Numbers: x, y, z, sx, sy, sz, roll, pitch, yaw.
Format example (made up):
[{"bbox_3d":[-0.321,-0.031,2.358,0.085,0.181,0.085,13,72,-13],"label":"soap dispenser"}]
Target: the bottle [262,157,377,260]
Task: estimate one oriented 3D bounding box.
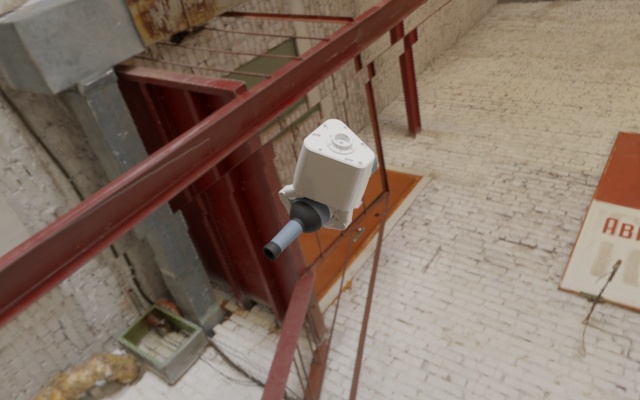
[{"bbox_3d":[0.000,0.003,0.851,0.069,0.069,0.295,0,34,43],"label":"bottle"}]
